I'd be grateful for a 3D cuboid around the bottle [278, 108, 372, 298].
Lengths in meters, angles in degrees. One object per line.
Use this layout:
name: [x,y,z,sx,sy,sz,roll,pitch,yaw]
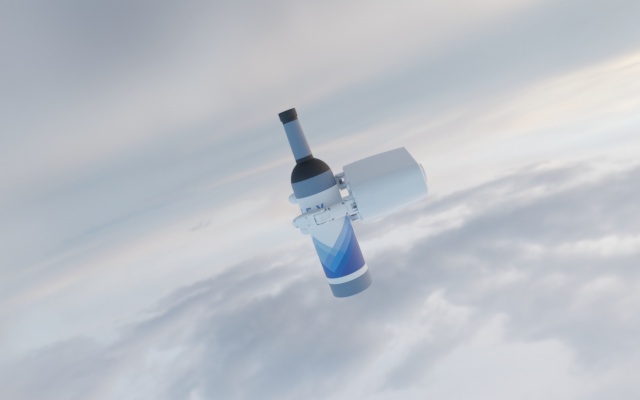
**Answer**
bottle: [0.000,0.003,0.734,0.069,0.296,0.069,-20,9,3]
